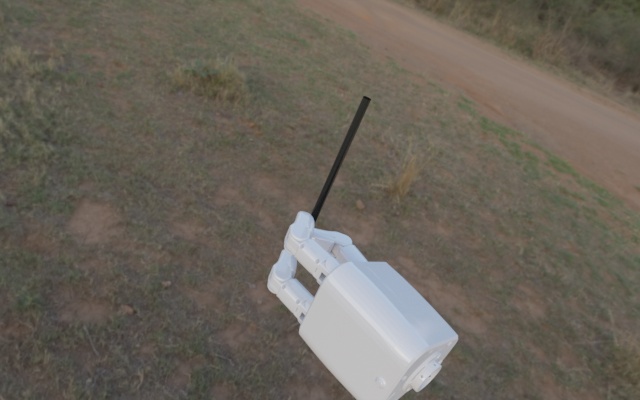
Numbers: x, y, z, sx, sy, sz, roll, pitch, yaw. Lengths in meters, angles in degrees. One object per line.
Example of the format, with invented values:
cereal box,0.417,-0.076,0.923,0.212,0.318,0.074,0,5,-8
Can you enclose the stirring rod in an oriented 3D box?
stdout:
stirring rod,0.000,0.002,0.498,0.011,0.240,0.011,18,30,-11
